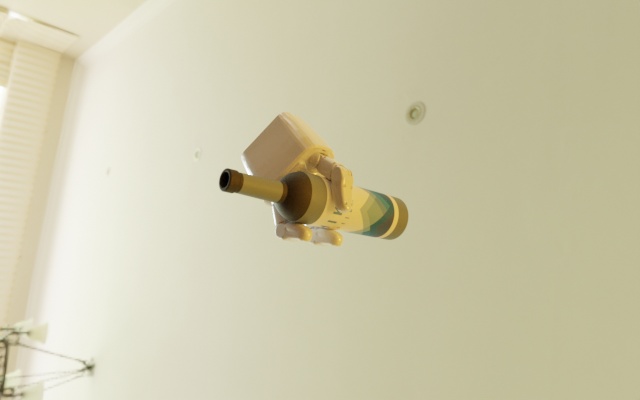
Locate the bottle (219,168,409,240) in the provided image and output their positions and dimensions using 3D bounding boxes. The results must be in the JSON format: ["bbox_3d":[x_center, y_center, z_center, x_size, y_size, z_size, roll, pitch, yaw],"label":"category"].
[{"bbox_3d":[0.000,0.002,0.636,0.296,0.069,0.069,13,-9,-41],"label":"bottle"}]
